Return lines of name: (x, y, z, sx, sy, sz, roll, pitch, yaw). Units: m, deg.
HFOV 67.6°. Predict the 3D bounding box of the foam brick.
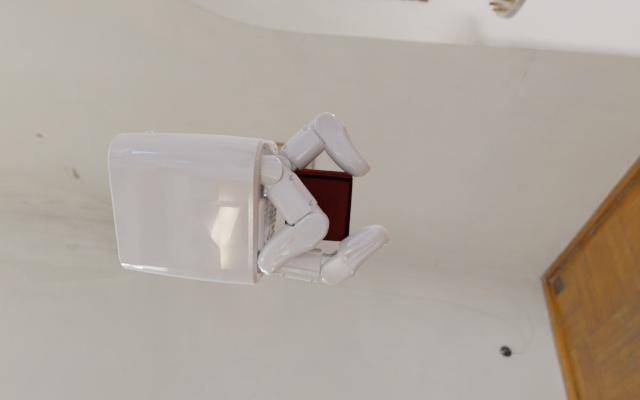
foam brick: (0.000, 0.001, 0.407, 0.051, 0.053, 0.078, 4, 6, 3)
